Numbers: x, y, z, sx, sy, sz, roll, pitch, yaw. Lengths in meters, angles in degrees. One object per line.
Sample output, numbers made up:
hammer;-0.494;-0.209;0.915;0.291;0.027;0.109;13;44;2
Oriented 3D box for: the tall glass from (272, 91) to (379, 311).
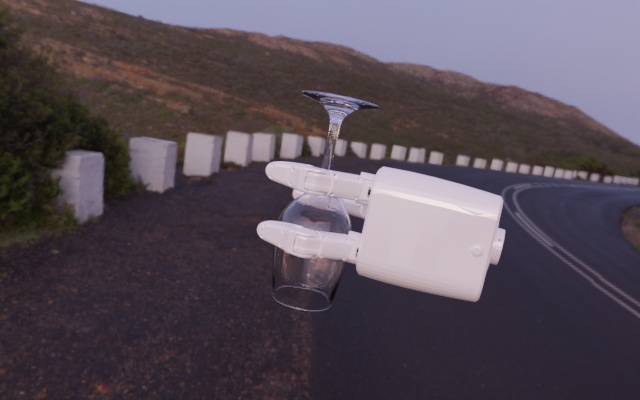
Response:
tall glass;0.000;0.001;0.463;0.079;0.201;0.079;11;8;-2
